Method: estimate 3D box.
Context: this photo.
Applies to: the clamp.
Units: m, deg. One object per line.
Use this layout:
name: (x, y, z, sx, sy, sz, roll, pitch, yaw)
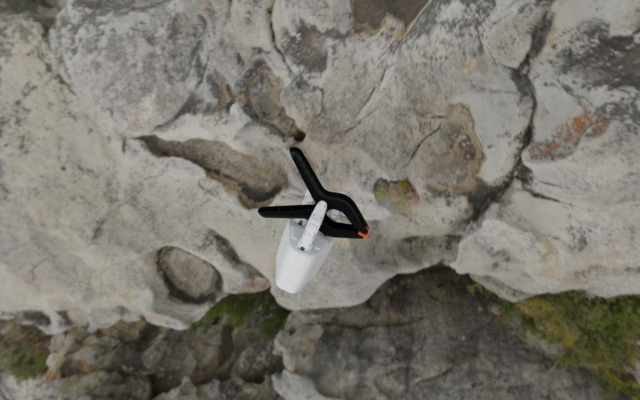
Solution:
clamp: (0.000, 0.004, 0.880, 0.210, 0.165, 0.036, 24, 34, 1)
